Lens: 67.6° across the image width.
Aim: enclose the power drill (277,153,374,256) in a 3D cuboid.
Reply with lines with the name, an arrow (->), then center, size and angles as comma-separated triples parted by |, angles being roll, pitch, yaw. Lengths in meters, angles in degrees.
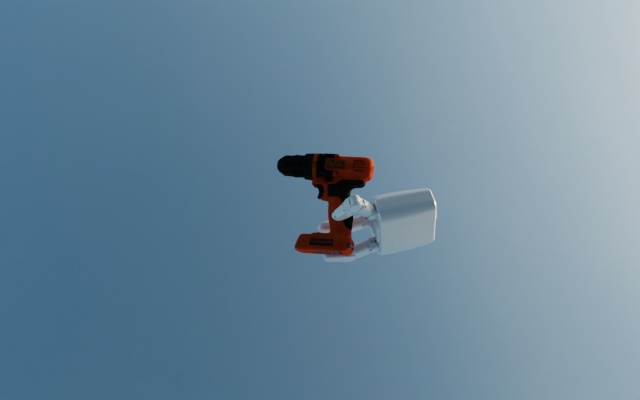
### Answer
power drill -> 0.000, 0.003, 0.876 | 0.184, 0.187, 0.057 | 3, -13, 14
